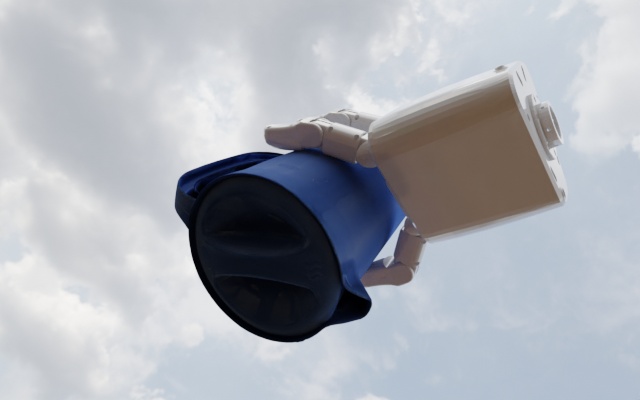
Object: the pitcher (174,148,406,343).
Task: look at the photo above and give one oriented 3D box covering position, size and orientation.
[{"bbox_3d":[0.000,0.001,0.437,0.145,0.149,0.242,-20,9,34],"label":"pitcher"}]
